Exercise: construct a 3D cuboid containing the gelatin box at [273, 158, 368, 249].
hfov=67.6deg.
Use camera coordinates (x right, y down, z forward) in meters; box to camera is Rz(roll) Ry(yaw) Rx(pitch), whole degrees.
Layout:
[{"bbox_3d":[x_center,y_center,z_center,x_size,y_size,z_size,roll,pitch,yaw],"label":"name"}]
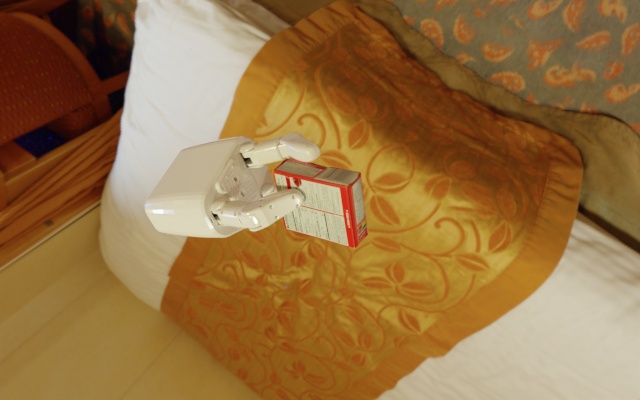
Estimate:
[{"bbox_3d":[0.000,0.002,0.472,0.089,0.073,0.030,14,40,32],"label":"gelatin box"}]
